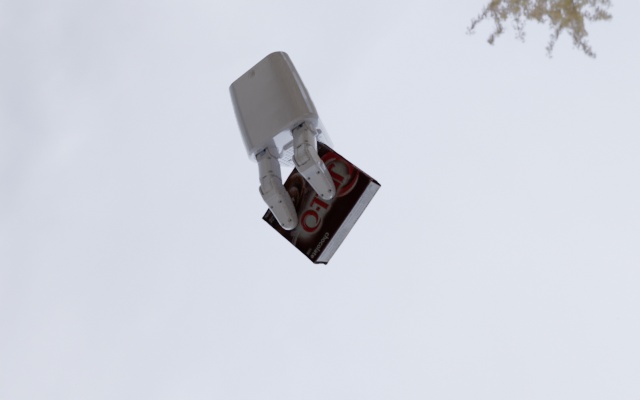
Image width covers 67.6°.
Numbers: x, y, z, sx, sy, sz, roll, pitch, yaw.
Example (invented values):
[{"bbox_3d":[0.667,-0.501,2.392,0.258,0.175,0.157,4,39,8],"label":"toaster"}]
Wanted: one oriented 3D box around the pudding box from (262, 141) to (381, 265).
[{"bbox_3d":[0.000,0.002,0.537,0.090,0.113,0.039,38,10,30],"label":"pudding box"}]
